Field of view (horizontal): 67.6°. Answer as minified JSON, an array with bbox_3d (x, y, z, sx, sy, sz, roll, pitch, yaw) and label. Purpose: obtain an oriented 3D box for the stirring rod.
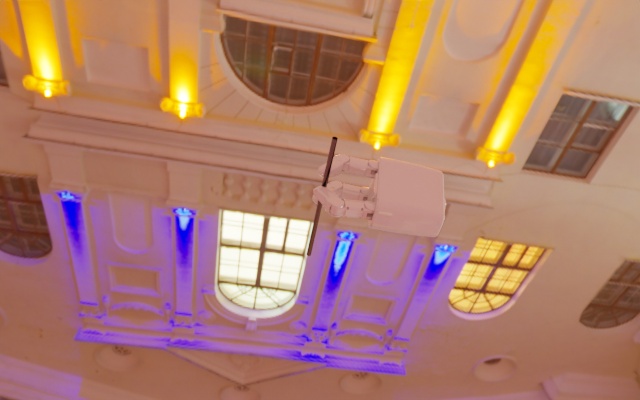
[{"bbox_3d":[0.000,0.002,0.757,0.011,0.240,0.011,8,39,-6],"label":"stirring rod"}]
